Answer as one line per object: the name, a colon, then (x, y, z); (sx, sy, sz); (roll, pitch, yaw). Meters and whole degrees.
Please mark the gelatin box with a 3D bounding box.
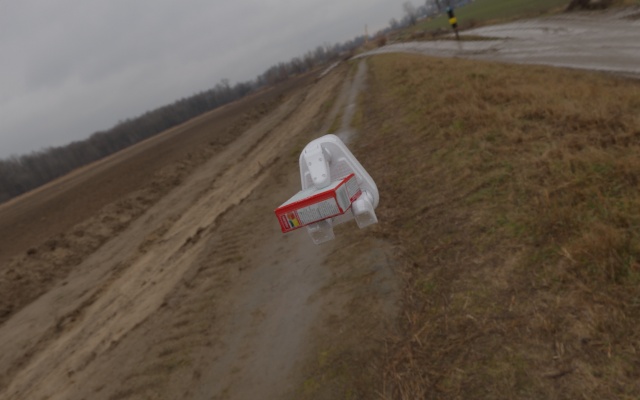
gelatin box: (0.000, 0.001, 0.529); (0.073, 0.030, 0.089); (-18, 8, 21)
